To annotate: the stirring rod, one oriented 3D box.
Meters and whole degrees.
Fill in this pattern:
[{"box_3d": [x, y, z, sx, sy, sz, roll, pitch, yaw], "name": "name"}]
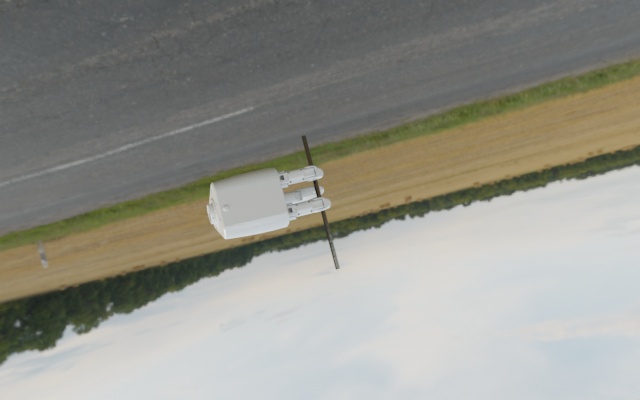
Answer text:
[{"box_3d": [0.000, 0.003, 0.835, 0.011, 0.239, 0.011, -14, -3, -1], "name": "stirring rod"}]
